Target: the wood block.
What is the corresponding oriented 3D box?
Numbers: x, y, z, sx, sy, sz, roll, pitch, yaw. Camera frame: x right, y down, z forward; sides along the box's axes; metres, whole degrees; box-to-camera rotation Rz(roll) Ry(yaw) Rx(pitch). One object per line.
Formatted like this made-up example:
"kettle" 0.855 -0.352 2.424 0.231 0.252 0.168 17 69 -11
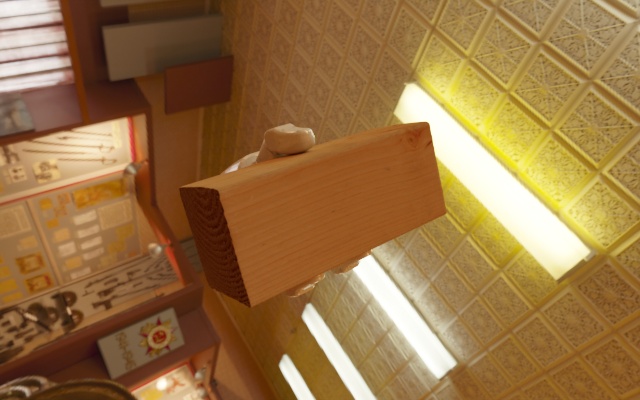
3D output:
"wood block" 0.000 0.001 0.414 0.206 0.091 0.090 -21 13 -31
